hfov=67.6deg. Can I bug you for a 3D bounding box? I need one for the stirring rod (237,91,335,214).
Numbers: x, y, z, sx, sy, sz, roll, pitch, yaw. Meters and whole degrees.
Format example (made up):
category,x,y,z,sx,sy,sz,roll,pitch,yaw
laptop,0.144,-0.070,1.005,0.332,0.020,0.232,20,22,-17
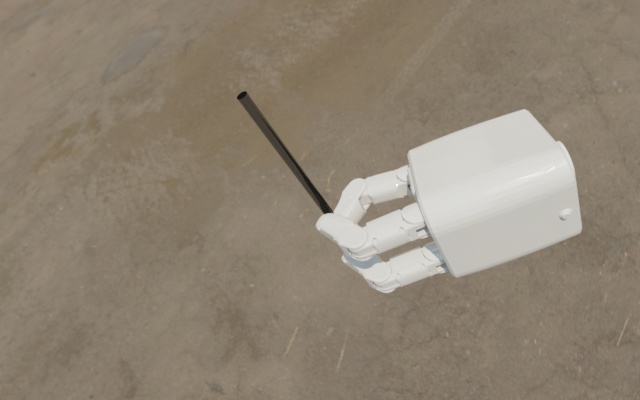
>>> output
category,x,y,z,sx,sy,sz,roll,pitch,yaw
stirring rod,0.000,0.001,0.401,0.011,0.011,0.240,0,-37,33
